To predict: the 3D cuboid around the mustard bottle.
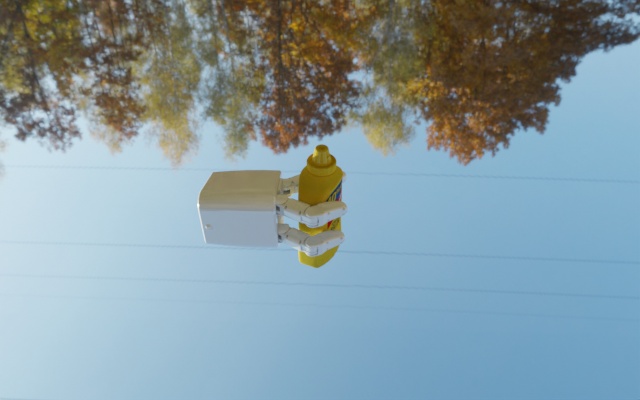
[{"bbox_3d":[0.000,0.003,0.695,0.058,0.192,0.096,18,43,19],"label":"mustard bottle"}]
